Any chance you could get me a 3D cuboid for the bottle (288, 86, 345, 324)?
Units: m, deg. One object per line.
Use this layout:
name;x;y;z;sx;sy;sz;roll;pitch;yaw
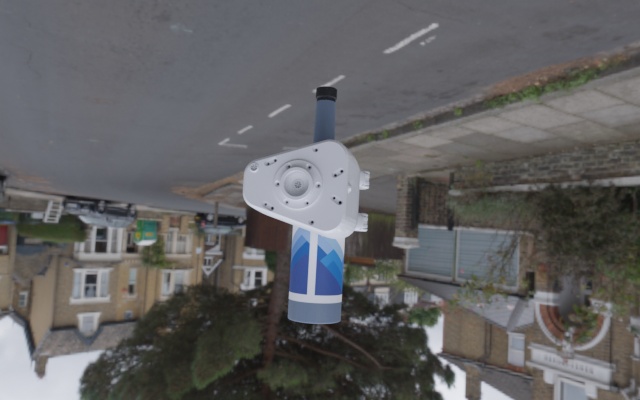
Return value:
bottle;0.000;0.002;0.609;0.069;0.295;0.069;3;-4;0
